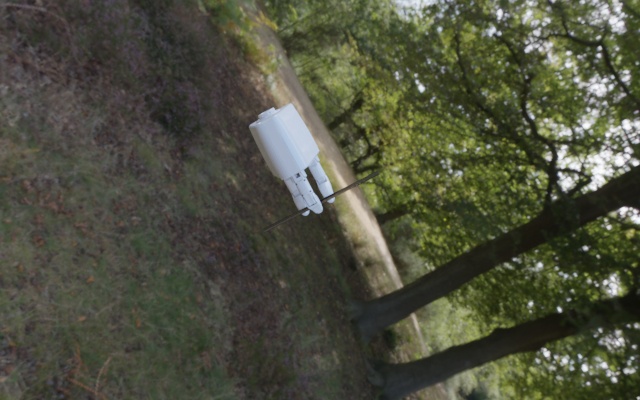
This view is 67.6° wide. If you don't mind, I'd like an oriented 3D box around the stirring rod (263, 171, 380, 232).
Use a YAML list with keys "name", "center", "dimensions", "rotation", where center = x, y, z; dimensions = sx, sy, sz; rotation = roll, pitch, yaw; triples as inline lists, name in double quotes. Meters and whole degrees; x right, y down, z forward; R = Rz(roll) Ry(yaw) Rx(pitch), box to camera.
- name: "stirring rod"
  center: [0.000, 0.003, 0.889]
  dimensions: [0.239, 0.011, 0.011]
  rotation: [-27, -4, 7]
